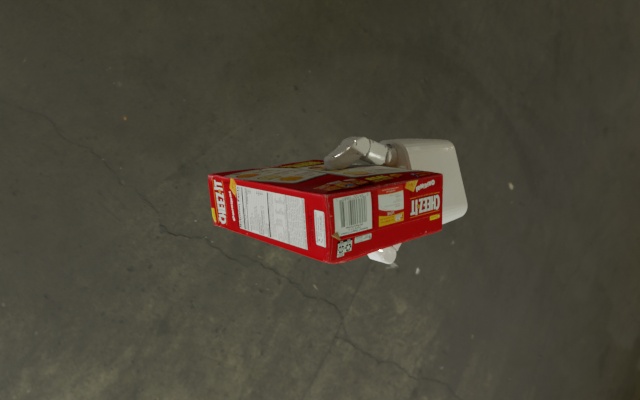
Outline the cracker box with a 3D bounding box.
[{"bbox_3d":[0.000,0.002,0.530,0.164,0.072,0.213,-11,14,-39],"label":"cracker box"}]
